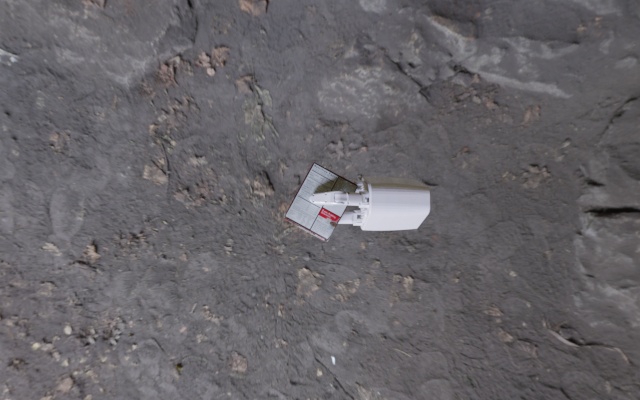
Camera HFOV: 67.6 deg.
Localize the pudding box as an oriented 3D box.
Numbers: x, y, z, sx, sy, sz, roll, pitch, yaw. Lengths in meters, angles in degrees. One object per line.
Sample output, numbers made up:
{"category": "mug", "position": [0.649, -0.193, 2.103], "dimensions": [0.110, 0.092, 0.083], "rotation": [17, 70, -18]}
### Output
{"category": "pudding box", "position": [0.000, 0.003, 0.831], "dimensions": [0.090, 0.113, 0.039], "rotation": [29, -7, 1]}
